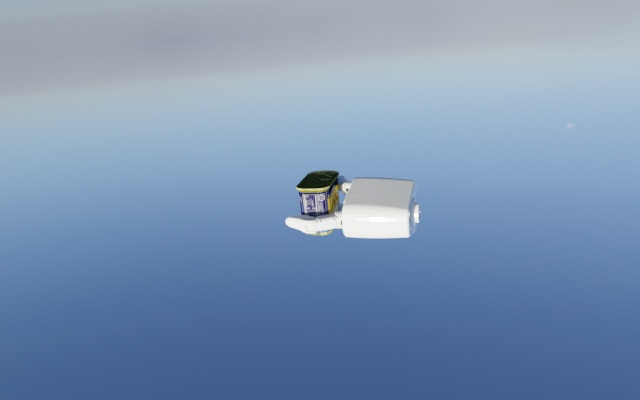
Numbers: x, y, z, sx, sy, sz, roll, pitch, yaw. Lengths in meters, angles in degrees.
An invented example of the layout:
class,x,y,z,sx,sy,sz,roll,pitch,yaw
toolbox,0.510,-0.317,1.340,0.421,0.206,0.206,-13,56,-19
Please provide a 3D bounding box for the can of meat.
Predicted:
class,x,y,z,sx,sy,sz,roll,pitch,yaw
can of meat,0.000,0.003,0.821,0.057,0.084,0.102,0,21,16
